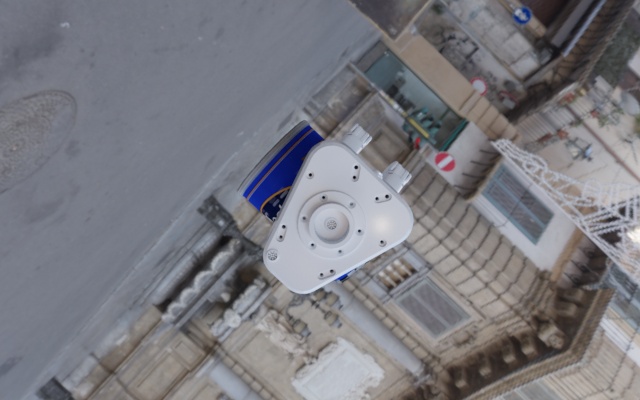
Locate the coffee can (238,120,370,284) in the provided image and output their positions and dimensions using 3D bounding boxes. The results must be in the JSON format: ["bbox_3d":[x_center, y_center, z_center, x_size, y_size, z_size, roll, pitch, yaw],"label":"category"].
[{"bbox_3d":[0.000,0.002,0.497,0.140,0.103,0.103,43,-3,-3],"label":"coffee can"}]
